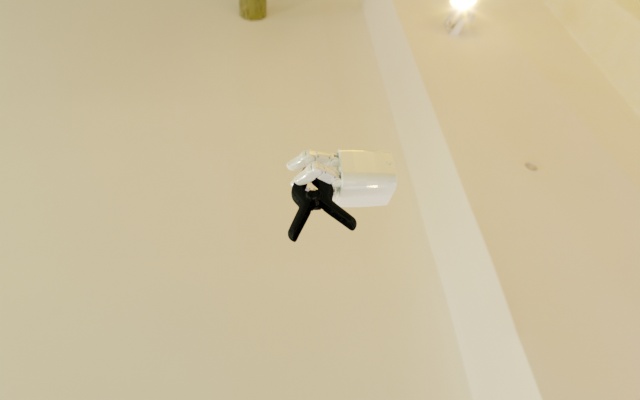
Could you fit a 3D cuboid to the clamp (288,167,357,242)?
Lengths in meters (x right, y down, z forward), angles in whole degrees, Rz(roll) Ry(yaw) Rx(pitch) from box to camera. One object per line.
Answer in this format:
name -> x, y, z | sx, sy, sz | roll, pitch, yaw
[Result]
clamp -> 0.000, 0.003, 0.874 | 0.120, 0.171, 0.039 | 0, -42, -4
